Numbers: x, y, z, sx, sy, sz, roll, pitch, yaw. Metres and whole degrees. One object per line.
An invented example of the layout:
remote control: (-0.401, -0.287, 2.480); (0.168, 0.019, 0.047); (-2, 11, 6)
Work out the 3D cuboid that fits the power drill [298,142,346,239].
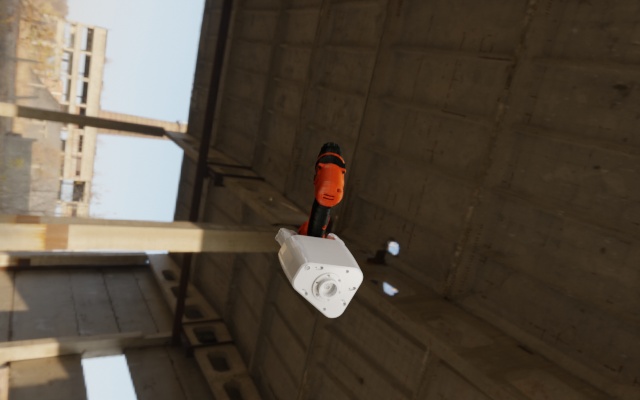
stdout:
power drill: (0.000, 0.003, 0.870); (0.057, 0.188, 0.184); (12, 31, -3)
